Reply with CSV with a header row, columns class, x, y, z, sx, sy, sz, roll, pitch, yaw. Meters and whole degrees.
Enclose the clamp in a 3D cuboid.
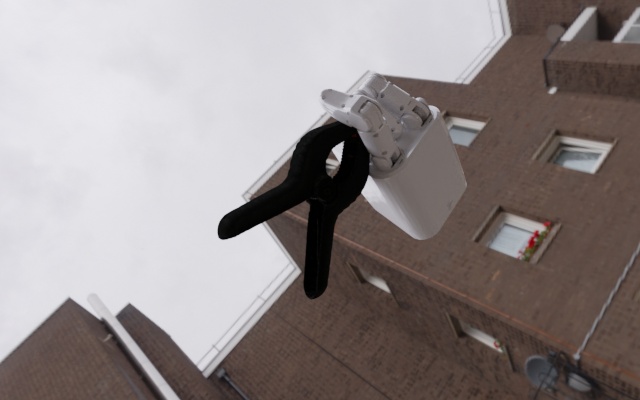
class,x,y,z,sx,sy,sz,roll,pitch,yaw
clamp,0.000,0.001,0.431,0.039,0.171,0.120,19,-27,51
